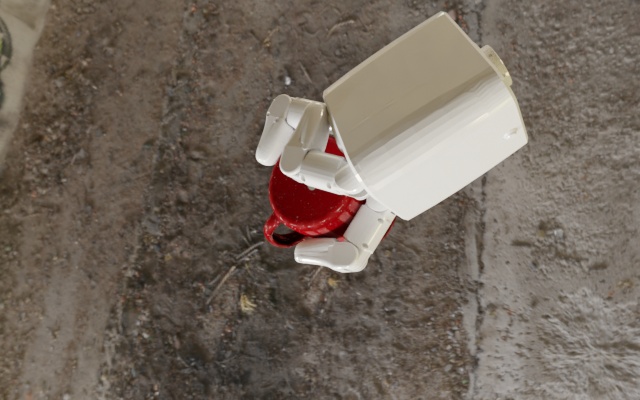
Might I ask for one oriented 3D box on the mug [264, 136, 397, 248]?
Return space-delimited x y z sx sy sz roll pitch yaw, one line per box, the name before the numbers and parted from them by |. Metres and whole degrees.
mug | -0.001 0.002 0.414 0.117 0.093 0.081 -35 -30 16
